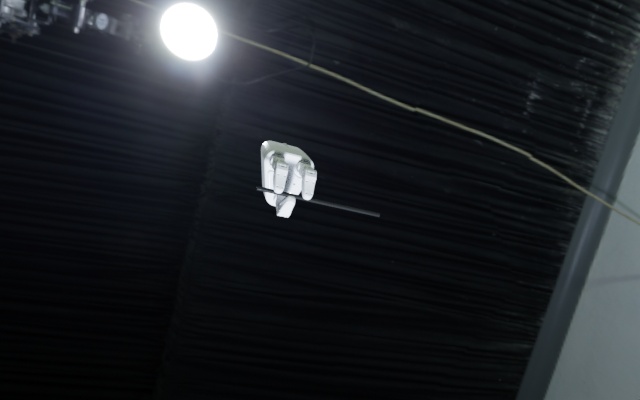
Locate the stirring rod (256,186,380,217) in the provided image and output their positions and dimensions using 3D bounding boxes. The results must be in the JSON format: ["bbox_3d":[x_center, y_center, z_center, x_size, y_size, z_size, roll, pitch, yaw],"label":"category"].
[{"bbox_3d":[0.000,0.003,0.875,0.239,0.011,0.011,13,-4,-18],"label":"stirring rod"}]
